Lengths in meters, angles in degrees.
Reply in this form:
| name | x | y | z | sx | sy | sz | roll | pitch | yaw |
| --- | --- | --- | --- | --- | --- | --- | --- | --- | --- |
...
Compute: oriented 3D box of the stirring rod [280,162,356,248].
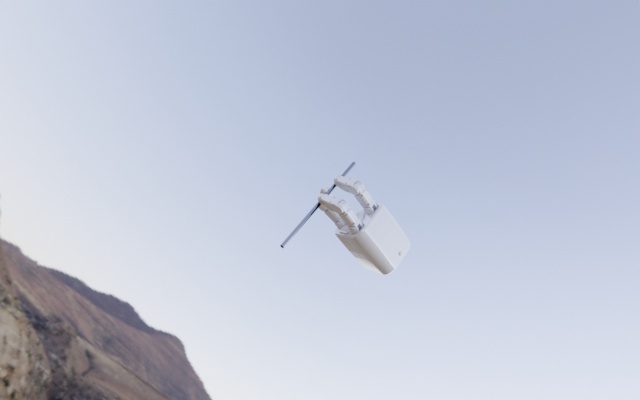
| name | x | y | z | sx | sy | sz | roll | pitch | yaw |
| --- | --- | --- | --- | --- | --- | --- | --- | --- | --- |
| stirring rod | 0.000 | 0.003 | 0.896 | 0.011 | 0.011 | 0.239 | 0 | 40 | 47 |
